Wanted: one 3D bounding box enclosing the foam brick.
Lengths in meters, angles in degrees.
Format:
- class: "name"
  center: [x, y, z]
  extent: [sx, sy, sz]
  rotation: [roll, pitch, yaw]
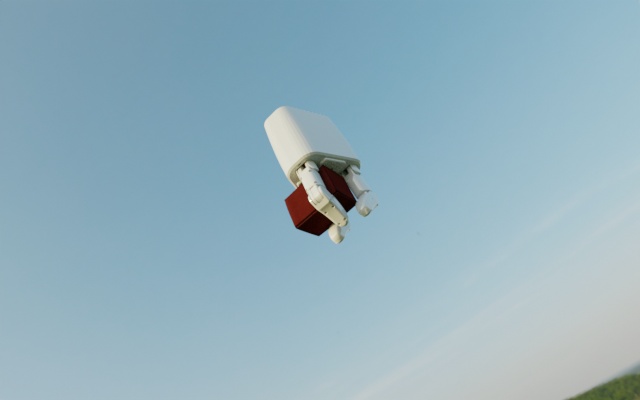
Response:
- class: "foam brick"
  center: [0.000, 0.002, 0.648]
  extent: [0.078, 0.051, 0.053]
  rotation: [-41, -37, 18]
